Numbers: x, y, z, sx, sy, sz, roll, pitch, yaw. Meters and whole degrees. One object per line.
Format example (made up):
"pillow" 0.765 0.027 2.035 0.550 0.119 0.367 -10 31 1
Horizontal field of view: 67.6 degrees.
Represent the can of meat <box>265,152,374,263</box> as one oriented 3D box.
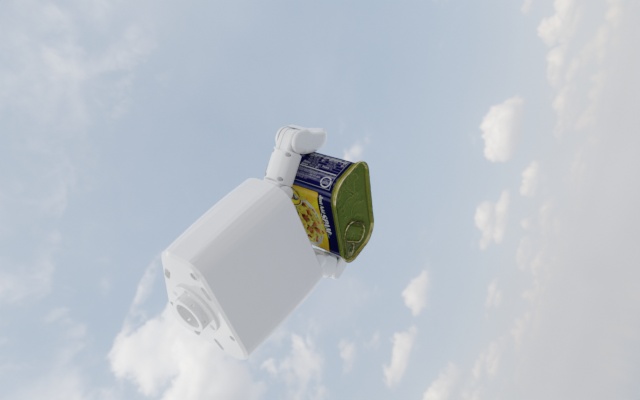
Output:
"can of meat" 0.000 0.001 0.466 0.084 0.102 0.057 18 49 30
